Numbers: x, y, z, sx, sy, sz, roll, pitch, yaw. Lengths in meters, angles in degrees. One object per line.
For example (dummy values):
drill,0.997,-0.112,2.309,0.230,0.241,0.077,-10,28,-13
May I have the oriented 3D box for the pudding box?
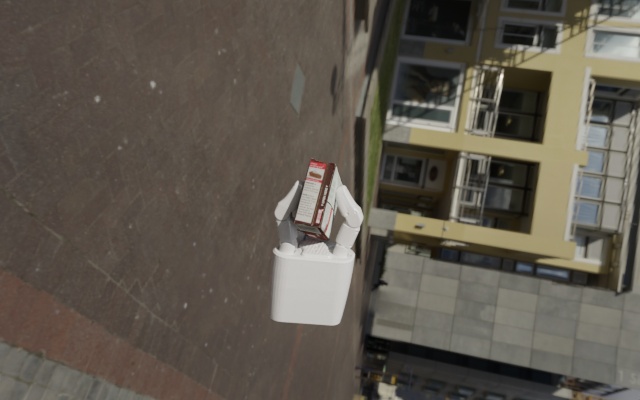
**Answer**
pudding box,0.000,0.002,0.655,0.039,0.090,0.113,12,-11,8
